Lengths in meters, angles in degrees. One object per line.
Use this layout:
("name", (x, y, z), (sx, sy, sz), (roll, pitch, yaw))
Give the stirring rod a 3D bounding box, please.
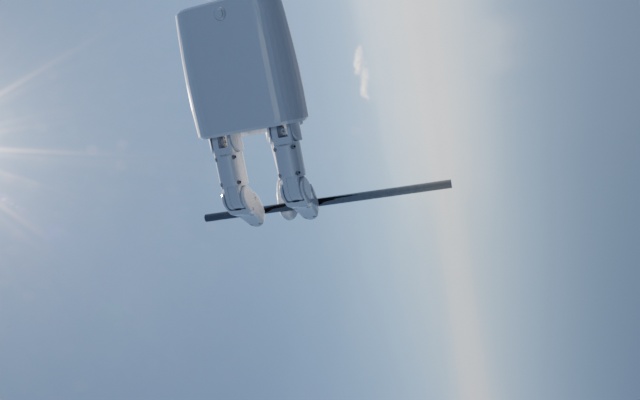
("stirring rod", (0.000, 0.001, 0.450), (0.239, 0.011, 0.011), (-8, -2, 15))
